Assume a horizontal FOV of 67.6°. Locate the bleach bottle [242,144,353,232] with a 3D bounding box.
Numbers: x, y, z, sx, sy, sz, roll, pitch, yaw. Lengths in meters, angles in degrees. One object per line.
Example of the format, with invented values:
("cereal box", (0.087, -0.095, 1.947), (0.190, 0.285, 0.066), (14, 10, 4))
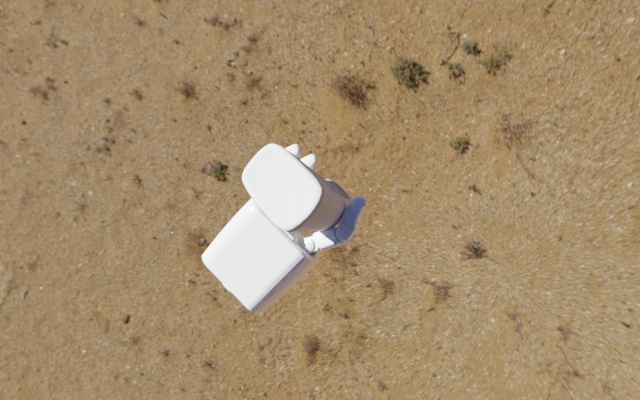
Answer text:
("bleach bottle", (0.000, 0.002, 0.624), (0.102, 0.068, 0.251), (46, 9, 21))
